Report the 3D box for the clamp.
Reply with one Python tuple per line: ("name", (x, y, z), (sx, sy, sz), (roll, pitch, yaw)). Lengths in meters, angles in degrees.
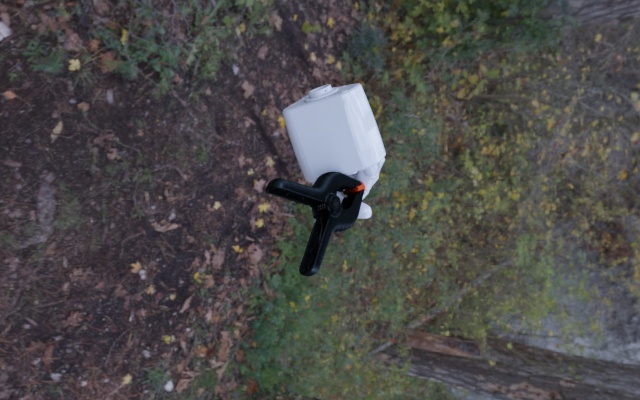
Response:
("clamp", (0.001, 0.002, 0.602), (0.039, 0.120, 0.171), (-10, 22, 34))
